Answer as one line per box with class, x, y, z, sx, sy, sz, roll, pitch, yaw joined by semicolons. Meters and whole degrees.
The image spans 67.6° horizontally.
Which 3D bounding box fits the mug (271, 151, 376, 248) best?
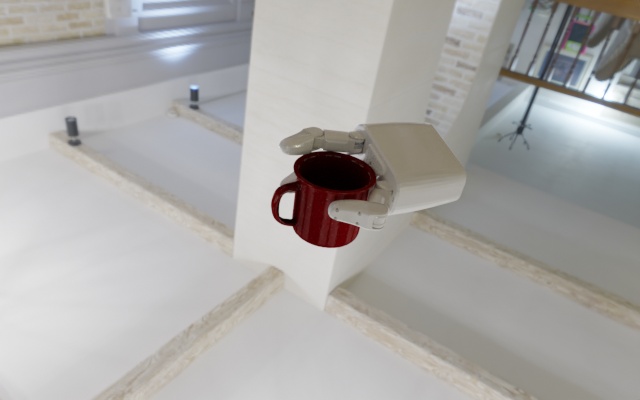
mug;-0.001;0.002;0.543;0.117;0.081;0.093;-9;37;-26
